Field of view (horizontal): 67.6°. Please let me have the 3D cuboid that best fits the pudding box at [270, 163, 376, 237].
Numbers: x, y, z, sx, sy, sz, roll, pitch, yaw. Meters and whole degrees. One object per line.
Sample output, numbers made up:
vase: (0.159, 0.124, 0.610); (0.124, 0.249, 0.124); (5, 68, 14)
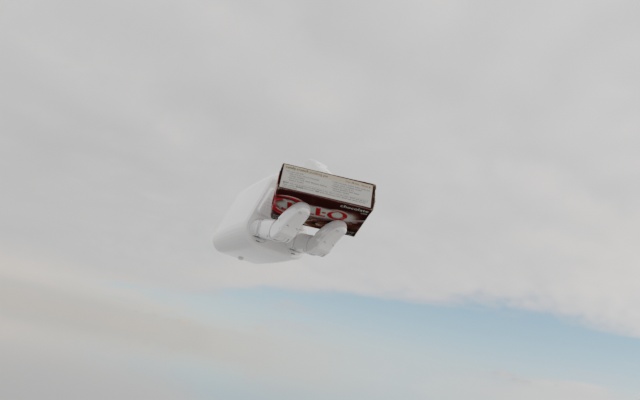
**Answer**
pudding box: (0.000, 0.002, 0.570); (0.113, 0.039, 0.090); (11, -24, -6)
